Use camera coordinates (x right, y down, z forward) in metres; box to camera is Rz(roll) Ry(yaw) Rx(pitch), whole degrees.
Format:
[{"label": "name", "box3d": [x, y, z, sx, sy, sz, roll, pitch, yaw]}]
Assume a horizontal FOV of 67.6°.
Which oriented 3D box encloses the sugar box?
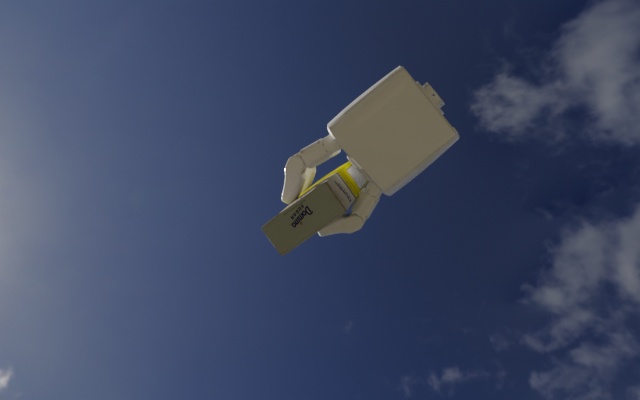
[{"label": "sugar box", "box3d": [0.000, 0.001, 0.584, 0.093, 0.048, 0.176, -36, 0, 17]}]
